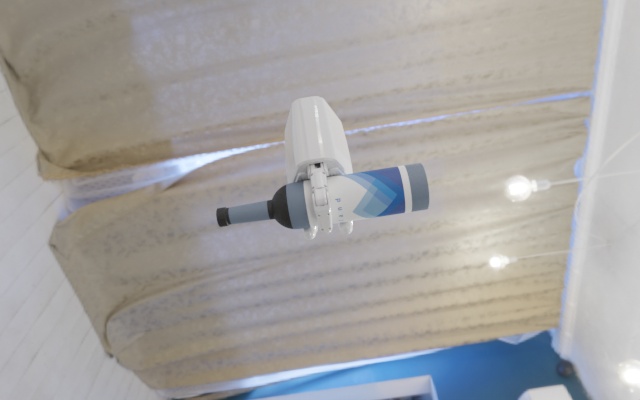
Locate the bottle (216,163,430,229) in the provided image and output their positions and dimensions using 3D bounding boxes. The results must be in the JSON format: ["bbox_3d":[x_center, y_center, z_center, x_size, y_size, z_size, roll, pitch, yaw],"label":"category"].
[{"bbox_3d":[0.000,0.002,0.676,0.296,0.069,0.069,-9,0,2],"label":"bottle"}]
